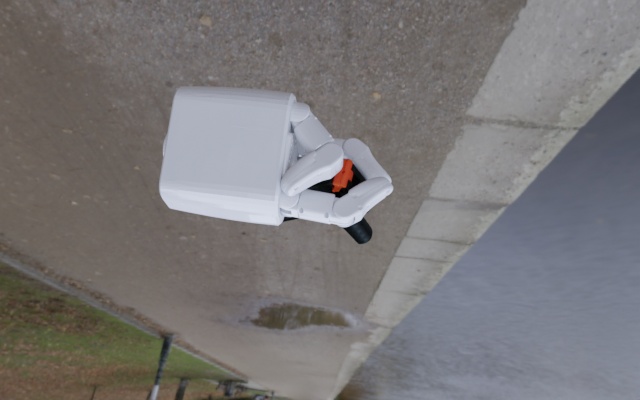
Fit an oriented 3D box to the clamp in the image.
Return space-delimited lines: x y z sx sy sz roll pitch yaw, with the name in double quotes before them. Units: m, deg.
"clamp" 0.000 0.002 0.500 0.120 0.039 0.171 6 -24 4
